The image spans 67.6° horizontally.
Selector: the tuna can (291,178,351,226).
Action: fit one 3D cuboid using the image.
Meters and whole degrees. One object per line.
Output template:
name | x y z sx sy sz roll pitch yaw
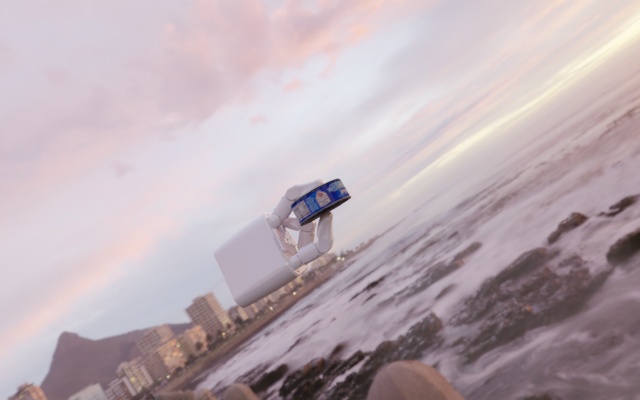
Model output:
tuna can | 0.000 0.002 0.699 0.086 0.033 0.086 -29 -6 -3
